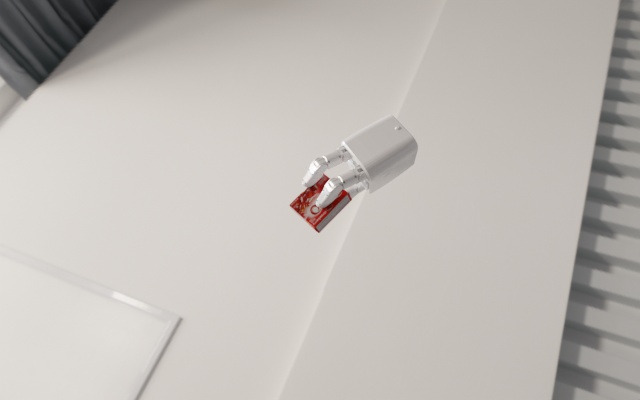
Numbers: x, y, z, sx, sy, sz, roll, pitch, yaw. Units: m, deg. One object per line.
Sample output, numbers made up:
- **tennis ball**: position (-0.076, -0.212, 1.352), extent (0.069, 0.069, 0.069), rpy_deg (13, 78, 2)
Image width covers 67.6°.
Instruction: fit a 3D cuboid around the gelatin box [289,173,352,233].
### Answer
- **gelatin box**: position (0.000, 0.003, 0.862), extent (0.073, 0.089, 0.030), rpy_deg (40, -9, 32)
